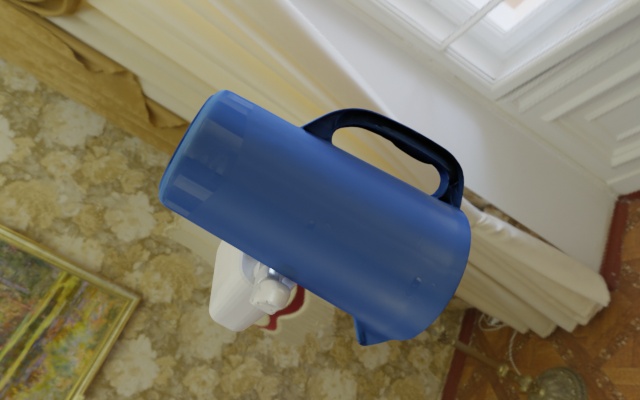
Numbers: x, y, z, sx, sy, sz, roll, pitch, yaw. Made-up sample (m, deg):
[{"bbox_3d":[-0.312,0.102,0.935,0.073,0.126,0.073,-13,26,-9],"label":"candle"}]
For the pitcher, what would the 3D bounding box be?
[{"bbox_3d":[0.000,0.001,0.412,0.243,0.149,0.145,30,-43,-12],"label":"pitcher"}]
